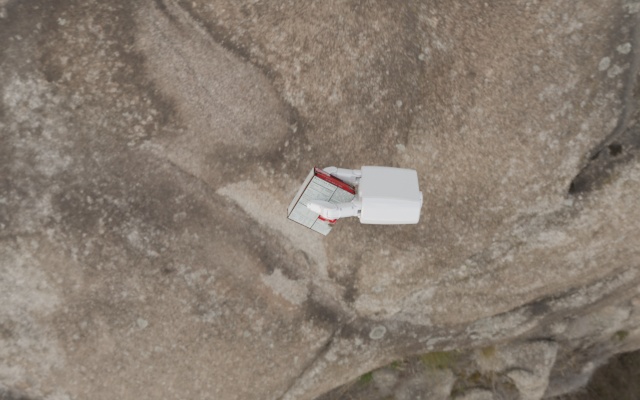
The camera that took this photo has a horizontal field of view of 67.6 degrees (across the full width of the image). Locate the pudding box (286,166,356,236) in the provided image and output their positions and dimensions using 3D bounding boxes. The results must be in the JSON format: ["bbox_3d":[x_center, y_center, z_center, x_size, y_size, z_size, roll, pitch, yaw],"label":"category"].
[{"bbox_3d":[0.000,0.003,0.898,0.090,0.113,0.039,26,27,-14],"label":"pudding box"}]
